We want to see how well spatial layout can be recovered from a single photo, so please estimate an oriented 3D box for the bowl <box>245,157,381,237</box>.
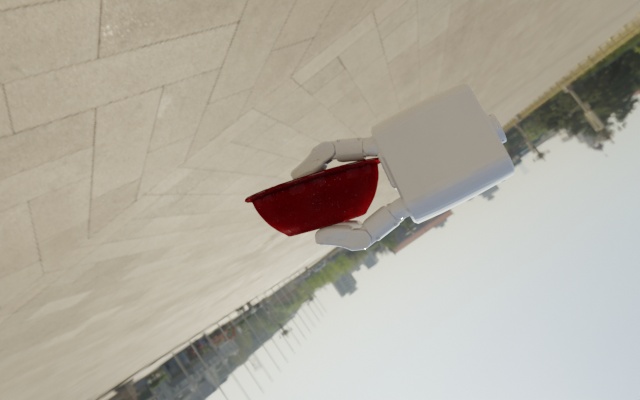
[{"bbox_3d":[-0.001,0.003,0.536,0.162,0.055,0.162,-16,-1,0],"label":"bowl"}]
